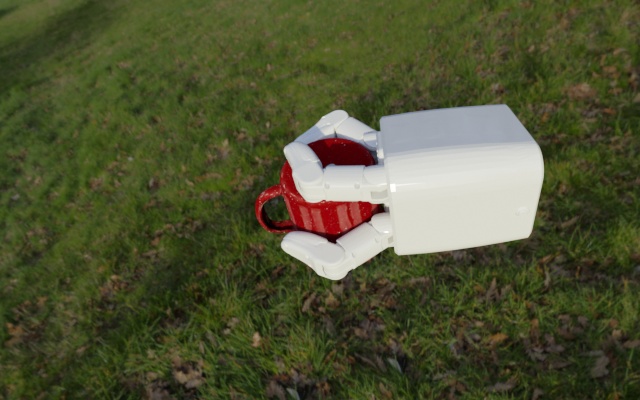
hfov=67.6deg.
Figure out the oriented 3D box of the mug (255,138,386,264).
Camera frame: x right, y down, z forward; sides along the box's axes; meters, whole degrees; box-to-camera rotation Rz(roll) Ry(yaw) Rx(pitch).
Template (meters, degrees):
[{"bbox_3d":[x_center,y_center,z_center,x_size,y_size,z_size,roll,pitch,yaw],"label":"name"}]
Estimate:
[{"bbox_3d":[-0.001,0.001,0.421,0.117,0.093,0.082,-8,-43,7],"label":"mug"}]
